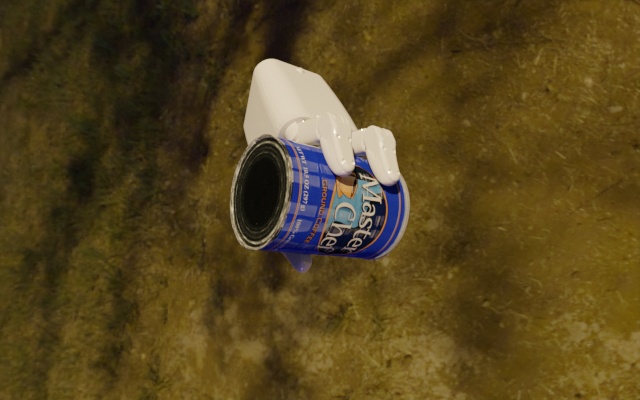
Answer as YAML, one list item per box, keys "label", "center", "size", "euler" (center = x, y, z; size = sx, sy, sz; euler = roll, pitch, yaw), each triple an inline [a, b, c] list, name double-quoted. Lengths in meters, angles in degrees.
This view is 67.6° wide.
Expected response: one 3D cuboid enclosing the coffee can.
- label: "coffee can"
  center: [0.000, 0.002, 0.456]
  size: [0.140, 0.103, 0.103]
  euler: [9, -6, -37]
